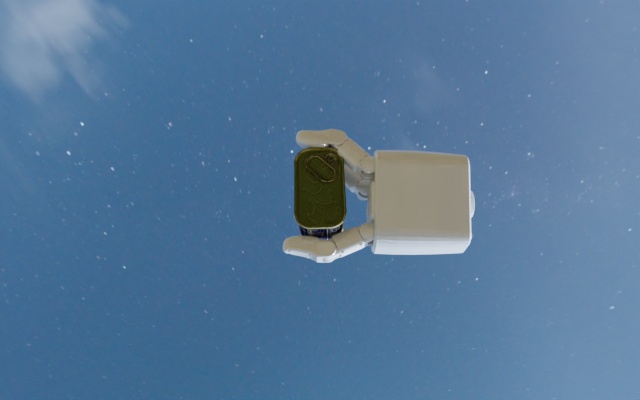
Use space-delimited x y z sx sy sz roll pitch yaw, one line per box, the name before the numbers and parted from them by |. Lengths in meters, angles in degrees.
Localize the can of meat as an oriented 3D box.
can of meat | 0.000 0.002 0.567 0.057 0.102 0.084 -2 -26 1
